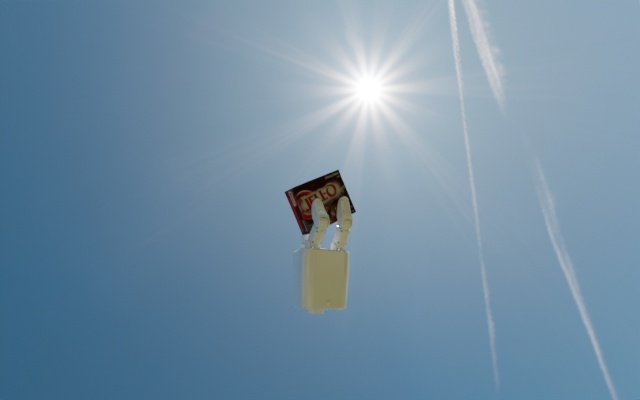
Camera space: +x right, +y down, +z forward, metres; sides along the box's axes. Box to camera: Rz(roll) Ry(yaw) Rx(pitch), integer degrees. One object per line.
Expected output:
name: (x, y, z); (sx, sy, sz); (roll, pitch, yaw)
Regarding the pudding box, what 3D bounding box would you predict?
pudding box: (0.000, 0.003, 0.896); (0.113, 0.090, 0.039); (-24, 3, -32)
